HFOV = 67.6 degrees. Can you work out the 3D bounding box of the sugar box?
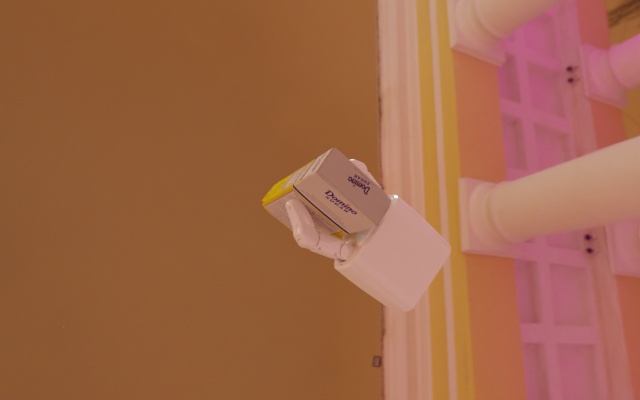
[{"bbox_3d":[0.000,0.002,0.585,0.093,0.048,0.176,41,-28,-14],"label":"sugar box"}]
